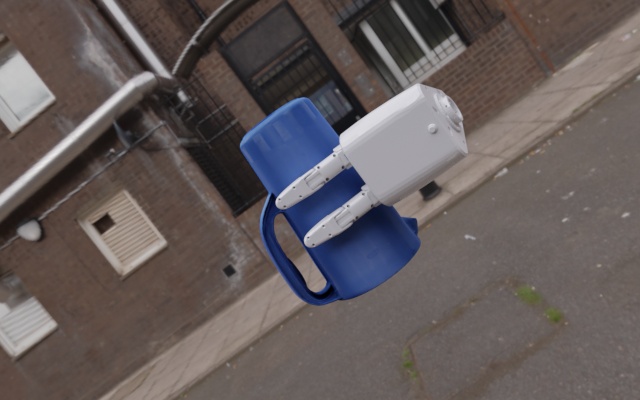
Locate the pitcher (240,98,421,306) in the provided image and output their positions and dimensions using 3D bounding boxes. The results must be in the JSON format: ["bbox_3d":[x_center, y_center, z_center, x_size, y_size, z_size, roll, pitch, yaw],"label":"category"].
[{"bbox_3d":[0.000,0.002,0.607,0.145,0.243,0.149,-33,6,30],"label":"pitcher"}]
